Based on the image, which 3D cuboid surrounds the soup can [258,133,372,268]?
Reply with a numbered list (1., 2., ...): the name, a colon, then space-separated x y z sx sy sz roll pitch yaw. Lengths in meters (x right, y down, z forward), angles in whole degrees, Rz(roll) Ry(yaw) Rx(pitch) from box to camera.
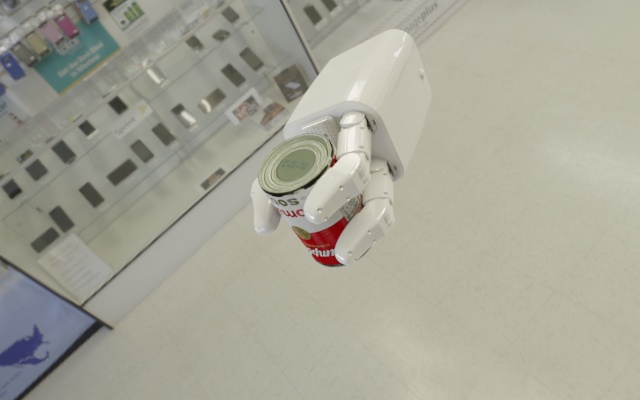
1. soup can: 0.000 0.002 0.407 0.068 0.068 0.102 0 -39 32
